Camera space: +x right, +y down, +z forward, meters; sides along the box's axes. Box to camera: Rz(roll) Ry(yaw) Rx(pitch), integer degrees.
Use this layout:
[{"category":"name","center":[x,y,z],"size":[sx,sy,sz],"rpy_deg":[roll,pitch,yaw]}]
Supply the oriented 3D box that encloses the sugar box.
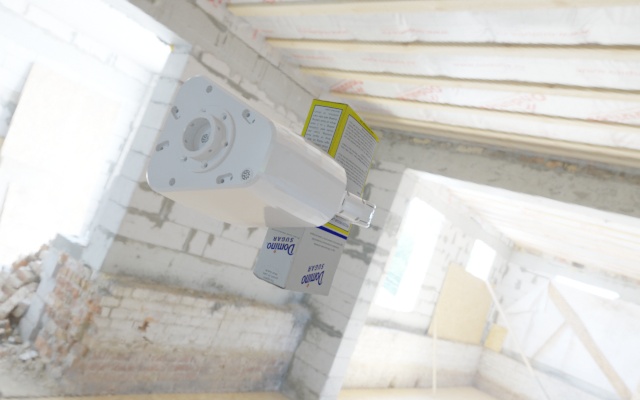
[{"category":"sugar box","center":[0.000,0.001,0.470],"size":[0.048,0.176,0.093],"rpy_deg":[18,-6,30]}]
